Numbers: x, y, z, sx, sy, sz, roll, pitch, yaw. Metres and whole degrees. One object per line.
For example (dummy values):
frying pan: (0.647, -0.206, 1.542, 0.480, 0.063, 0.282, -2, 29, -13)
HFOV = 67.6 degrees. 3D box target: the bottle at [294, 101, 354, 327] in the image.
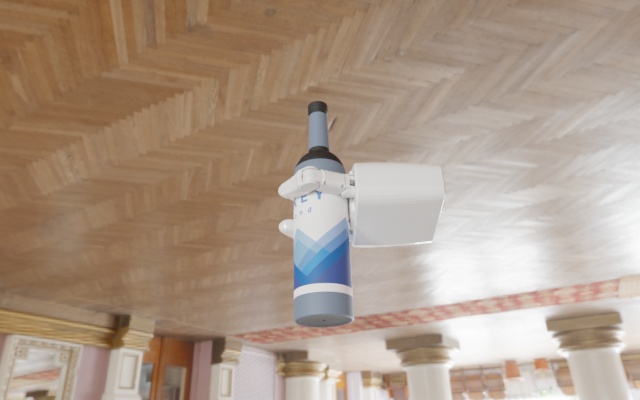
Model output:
bottle: (0.000, 0.002, 0.592, 0.069, 0.295, 0.069, -1, -27, -1)
